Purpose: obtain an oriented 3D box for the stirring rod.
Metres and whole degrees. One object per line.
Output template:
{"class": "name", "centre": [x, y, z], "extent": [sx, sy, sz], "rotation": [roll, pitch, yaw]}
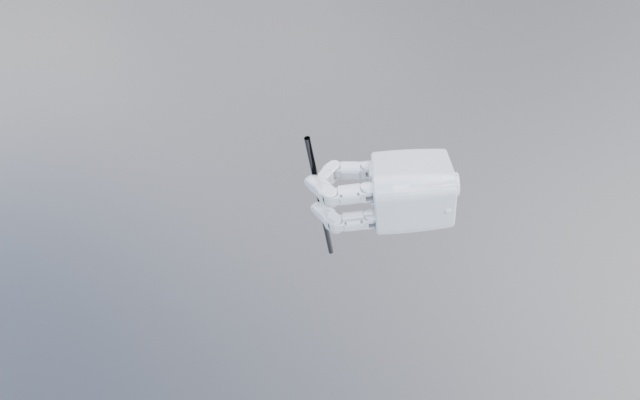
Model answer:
{"class": "stirring rod", "centre": [0.000, 0.002, 0.692], "extent": [0.011, 0.011, 0.240], "rotation": [0, -43, 11]}
